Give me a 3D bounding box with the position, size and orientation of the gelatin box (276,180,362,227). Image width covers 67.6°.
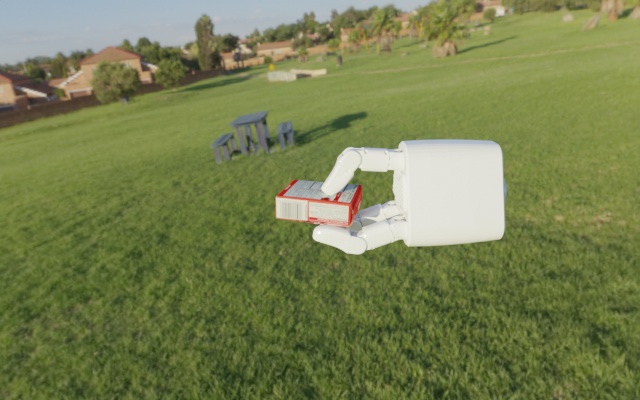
[{"bbox_3d":[0.000,0.001,0.558,0.089,0.030,0.073,6,19,11],"label":"gelatin box"}]
